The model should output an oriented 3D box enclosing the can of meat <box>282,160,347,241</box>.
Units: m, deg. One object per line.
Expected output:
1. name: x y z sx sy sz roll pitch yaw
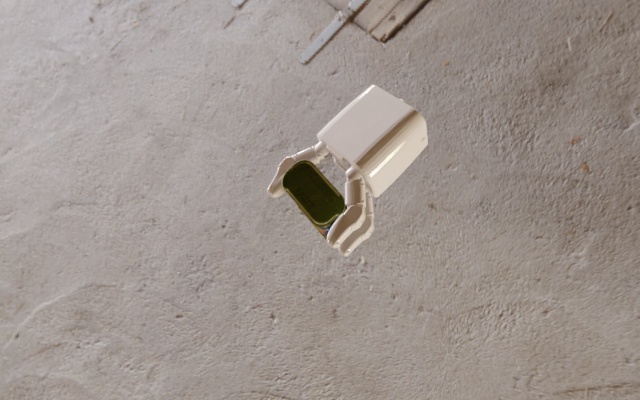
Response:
1. can of meat: 0.000 0.002 0.639 0.057 0.102 0.084 -41 -23 -1
